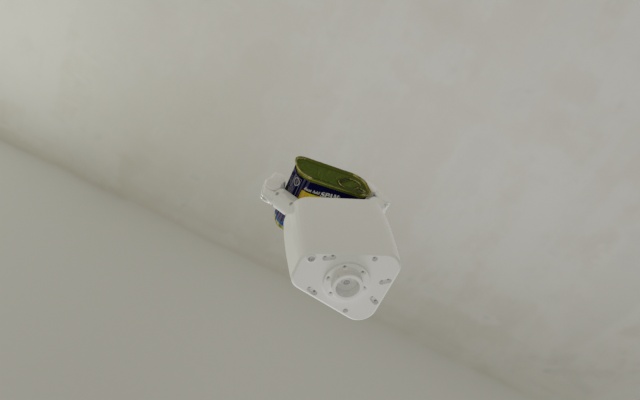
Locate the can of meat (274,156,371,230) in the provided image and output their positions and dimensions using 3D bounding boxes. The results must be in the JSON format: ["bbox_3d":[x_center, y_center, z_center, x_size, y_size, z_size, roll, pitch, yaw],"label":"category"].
[{"bbox_3d":[0.000,0.002,0.615,0.102,0.084,0.057,17,26,-19],"label":"can of meat"}]
